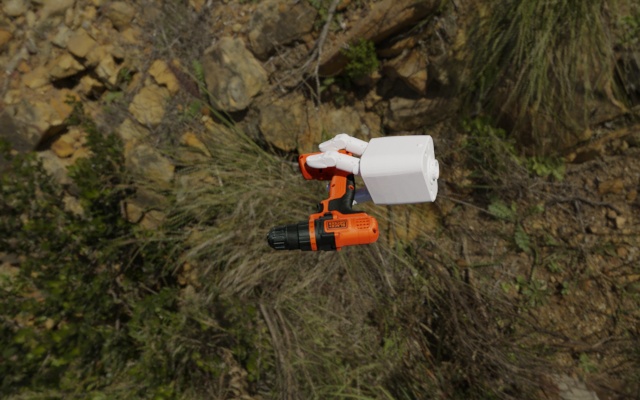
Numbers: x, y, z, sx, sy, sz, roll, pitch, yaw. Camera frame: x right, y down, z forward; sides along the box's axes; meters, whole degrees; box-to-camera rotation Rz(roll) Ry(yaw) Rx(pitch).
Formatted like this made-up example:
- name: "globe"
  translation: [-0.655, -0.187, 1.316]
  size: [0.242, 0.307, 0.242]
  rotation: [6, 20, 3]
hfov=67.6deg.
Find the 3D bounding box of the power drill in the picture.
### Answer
- name: "power drill"
  translation: [0.000, 0.002, 0.827]
  size: [0.184, 0.187, 0.057]
  rotation: [-4, -36, 2]
